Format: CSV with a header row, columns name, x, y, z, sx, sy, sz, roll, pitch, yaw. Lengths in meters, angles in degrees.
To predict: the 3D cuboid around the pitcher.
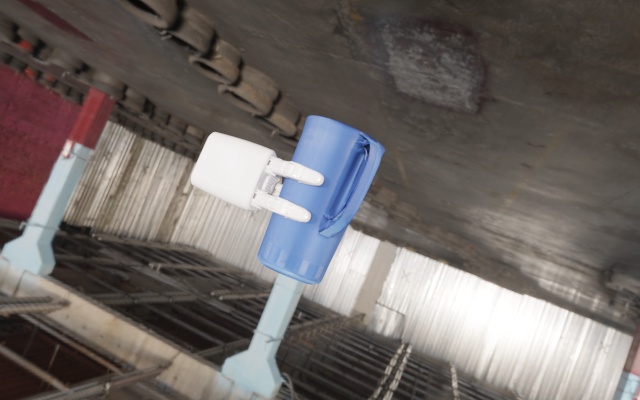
name,x,y,z,sx,sy,sz,roll,pitch,yaw
pitcher,0.000,0.002,0.734,0.145,0.243,0.149,22,-4,14
